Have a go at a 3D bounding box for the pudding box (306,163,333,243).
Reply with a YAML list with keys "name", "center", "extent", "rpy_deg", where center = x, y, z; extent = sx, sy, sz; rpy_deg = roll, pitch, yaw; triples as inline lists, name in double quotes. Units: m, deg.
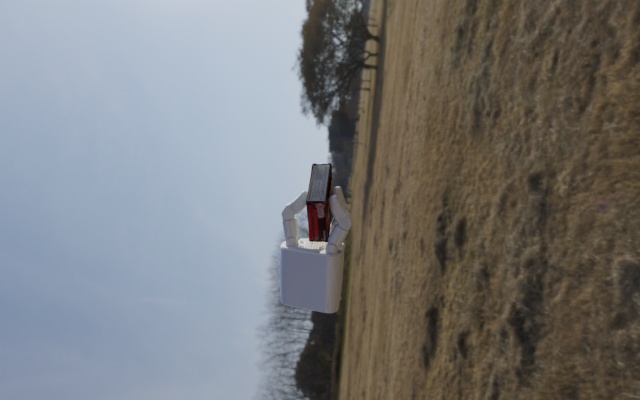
- name: "pudding box"
  center: [0.000, 0.003, 0.823]
  extent: [0.039, 0.090, 0.113]
  rpy_deg: [1, 39, 3]
